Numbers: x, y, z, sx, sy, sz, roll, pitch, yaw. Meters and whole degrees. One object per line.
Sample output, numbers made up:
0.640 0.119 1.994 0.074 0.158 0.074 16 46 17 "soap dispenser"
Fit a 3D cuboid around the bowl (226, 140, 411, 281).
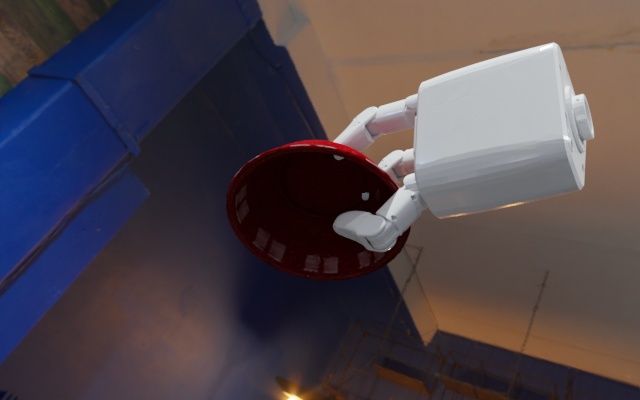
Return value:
-0.001 0.001 0.434 0.162 0.162 0.055 0 42 9 "bowl"
